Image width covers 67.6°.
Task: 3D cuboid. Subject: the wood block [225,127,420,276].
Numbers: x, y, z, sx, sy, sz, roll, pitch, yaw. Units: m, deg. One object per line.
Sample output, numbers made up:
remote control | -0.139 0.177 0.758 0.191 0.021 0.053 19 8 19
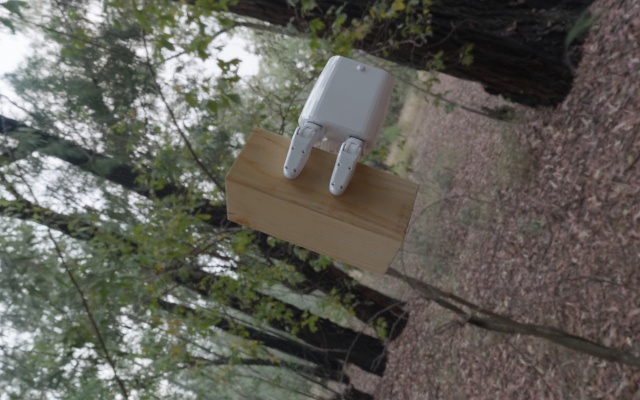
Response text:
wood block | 0.000 0.002 0.575 0.206 0.090 0.091 20 -33 5
